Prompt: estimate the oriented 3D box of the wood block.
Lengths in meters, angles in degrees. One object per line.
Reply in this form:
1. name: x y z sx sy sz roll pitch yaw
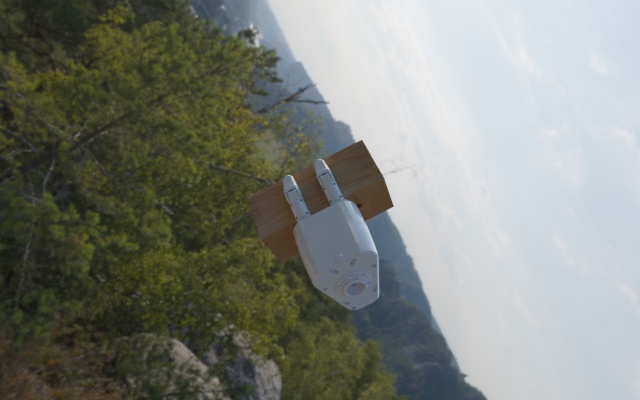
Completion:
1. wood block: 0.000 0.003 0.767 0.206 0.090 0.091 -26 -37 3
